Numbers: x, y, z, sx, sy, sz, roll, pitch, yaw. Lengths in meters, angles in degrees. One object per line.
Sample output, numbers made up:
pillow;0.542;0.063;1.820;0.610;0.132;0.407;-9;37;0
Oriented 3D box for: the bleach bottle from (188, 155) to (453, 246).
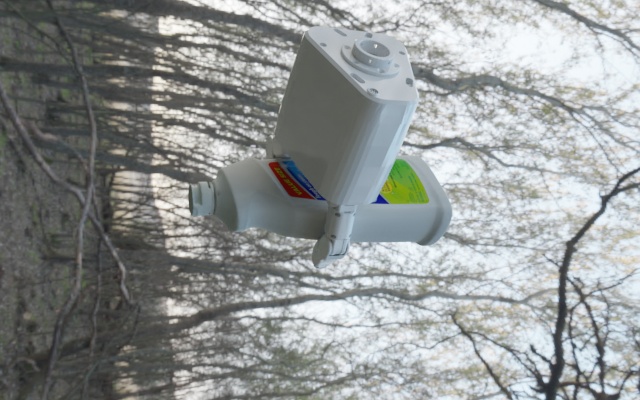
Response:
bleach bottle;0.000;0.002;0.475;0.251;0.102;0.068;-2;-41;-23
